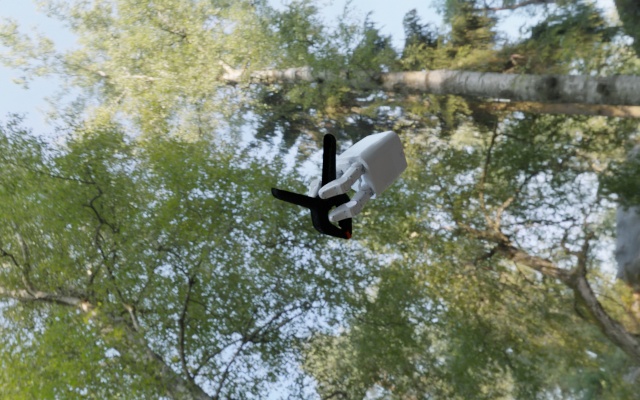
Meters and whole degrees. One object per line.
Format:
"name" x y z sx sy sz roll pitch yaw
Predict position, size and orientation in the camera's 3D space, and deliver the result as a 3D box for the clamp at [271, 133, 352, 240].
"clamp" 0.000 0.003 0.898 0.164 0.210 0.036 -40 34 -27
